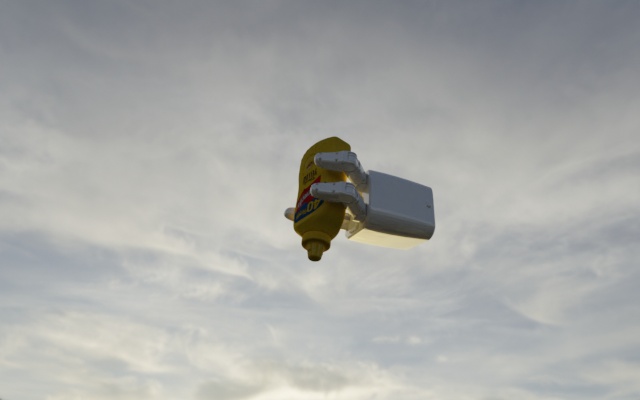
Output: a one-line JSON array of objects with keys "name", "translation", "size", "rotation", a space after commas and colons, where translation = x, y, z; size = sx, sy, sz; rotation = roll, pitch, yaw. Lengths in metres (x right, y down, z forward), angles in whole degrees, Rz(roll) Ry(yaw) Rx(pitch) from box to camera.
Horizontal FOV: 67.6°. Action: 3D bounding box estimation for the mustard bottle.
[{"name": "mustard bottle", "translation": [0.000, 0.002, 0.701], "size": [0.058, 0.191, 0.096], "rotation": [29, -42, -30]}]
